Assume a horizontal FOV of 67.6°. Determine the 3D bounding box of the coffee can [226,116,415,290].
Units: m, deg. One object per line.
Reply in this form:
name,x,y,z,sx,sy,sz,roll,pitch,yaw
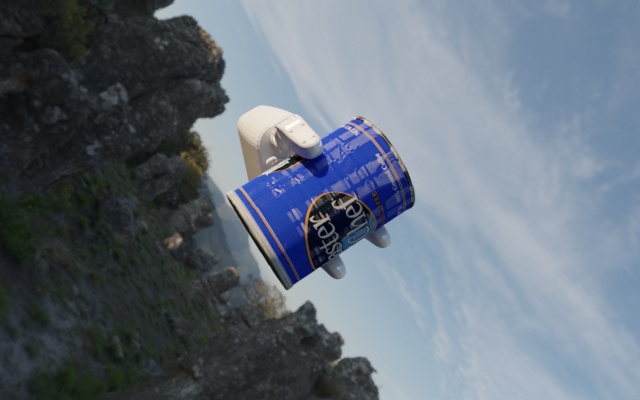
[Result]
coffee can,0.000,0.002,0.441,0.140,0.103,0.103,-32,7,-11
